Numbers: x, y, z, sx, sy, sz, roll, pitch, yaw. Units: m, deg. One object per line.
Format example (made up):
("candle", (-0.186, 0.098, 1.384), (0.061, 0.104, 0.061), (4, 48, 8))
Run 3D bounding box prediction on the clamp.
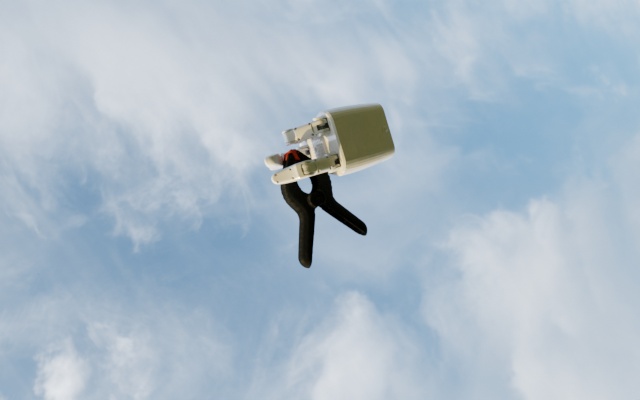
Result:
("clamp", (0.000, 0.002, 0.709), (0.120, 0.171, 0.039), (-17, 2, -32))
